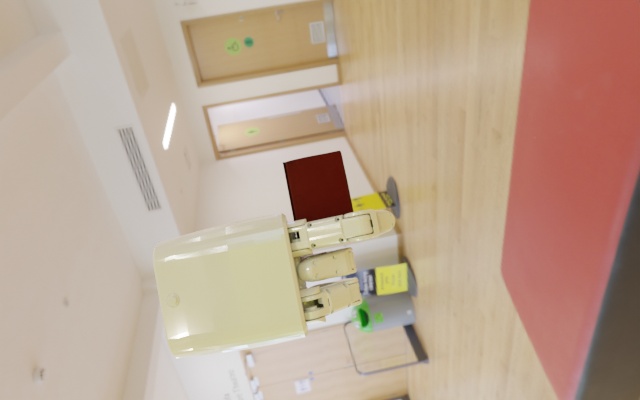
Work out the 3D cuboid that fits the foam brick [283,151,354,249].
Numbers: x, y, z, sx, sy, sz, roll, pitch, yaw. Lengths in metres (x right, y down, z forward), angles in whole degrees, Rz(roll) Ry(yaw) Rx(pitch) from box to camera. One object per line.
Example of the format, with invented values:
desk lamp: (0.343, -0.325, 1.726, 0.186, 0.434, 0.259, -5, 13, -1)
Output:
foam brick: (0.000, 0.001, 0.417, 0.051, 0.078, 0.053, -11, -5, 0)
